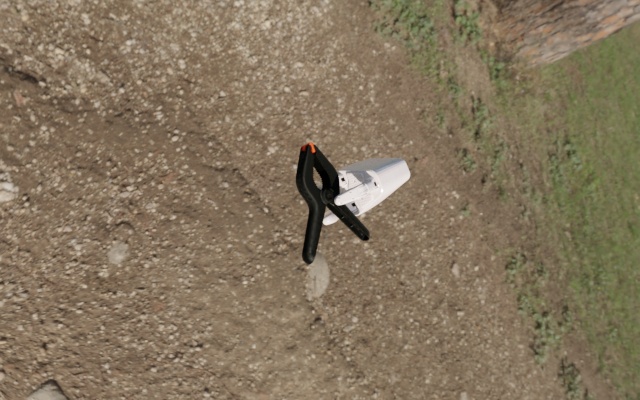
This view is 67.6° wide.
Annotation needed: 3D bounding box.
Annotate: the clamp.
[{"bbox_3d":[0.001,0.002,0.848,0.036,0.210,0.164,-18,6,46],"label":"clamp"}]
